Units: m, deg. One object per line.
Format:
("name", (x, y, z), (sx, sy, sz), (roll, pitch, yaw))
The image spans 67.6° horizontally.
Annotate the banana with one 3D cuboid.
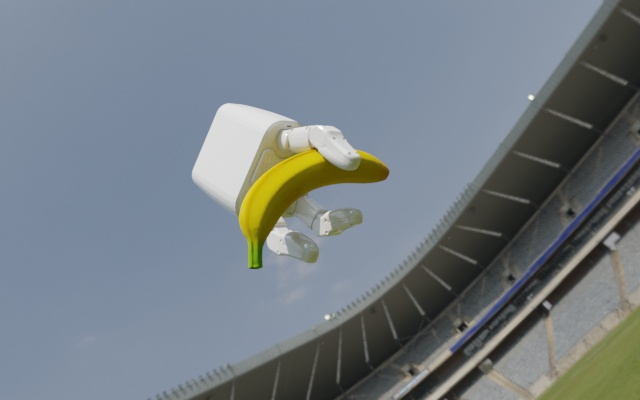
("banana", (-0.008, -0.014, 0.457), (0.197, 0.070, 0.037), (-33, 21, -35))
